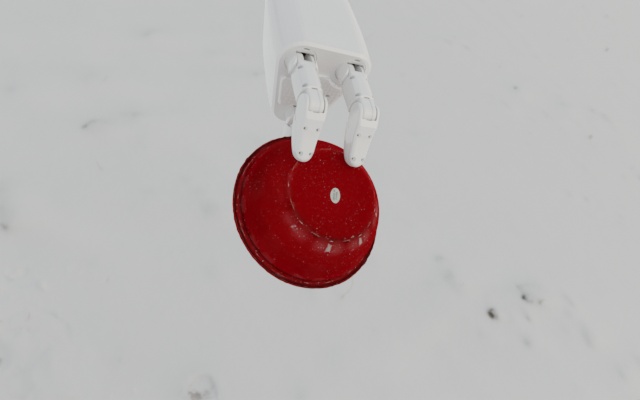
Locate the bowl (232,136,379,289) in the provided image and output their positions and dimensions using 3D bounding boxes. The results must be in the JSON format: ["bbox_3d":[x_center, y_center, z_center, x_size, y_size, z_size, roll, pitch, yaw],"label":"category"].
[{"bbox_3d":[0.001,0.003,0.463,0.162,0.162,0.055,0,-17,-28],"label":"bowl"}]
